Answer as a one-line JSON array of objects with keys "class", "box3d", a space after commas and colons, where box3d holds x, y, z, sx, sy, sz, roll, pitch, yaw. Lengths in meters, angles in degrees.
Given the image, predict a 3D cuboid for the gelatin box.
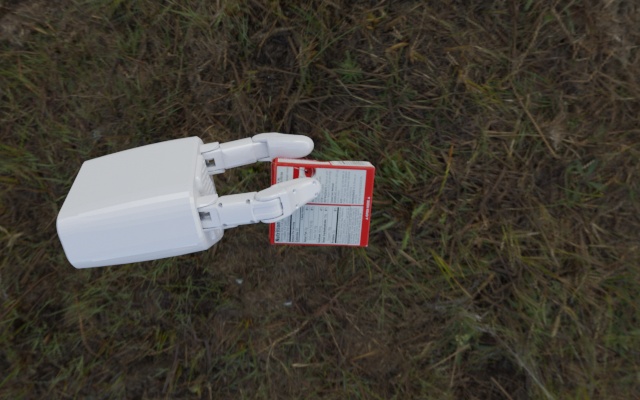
[{"class": "gelatin box", "box3d": [0.000, 0.002, 0.422, 0.089, 0.073, 0.030, 2, 15, -5]}]
